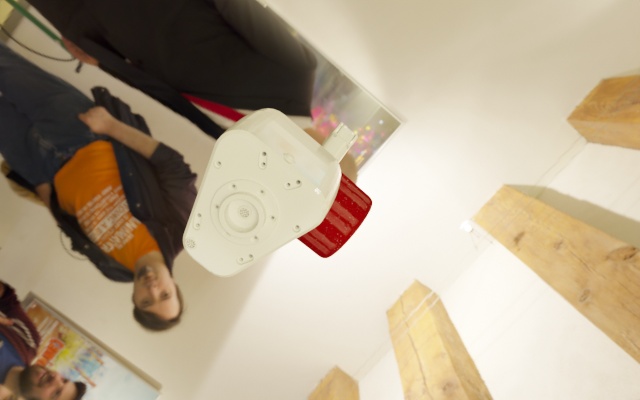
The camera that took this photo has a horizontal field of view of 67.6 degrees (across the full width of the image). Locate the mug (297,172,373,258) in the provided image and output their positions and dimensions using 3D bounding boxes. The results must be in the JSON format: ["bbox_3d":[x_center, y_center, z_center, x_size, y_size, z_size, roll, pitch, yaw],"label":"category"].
[{"bbox_3d":[0.000,0.001,0.503,0.081,0.093,0.117,40,18,-6],"label":"mug"}]
